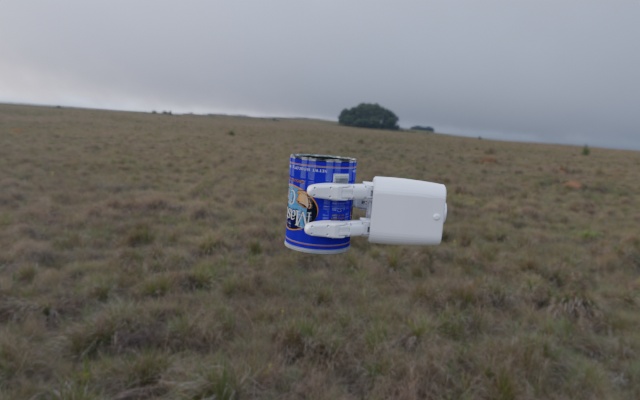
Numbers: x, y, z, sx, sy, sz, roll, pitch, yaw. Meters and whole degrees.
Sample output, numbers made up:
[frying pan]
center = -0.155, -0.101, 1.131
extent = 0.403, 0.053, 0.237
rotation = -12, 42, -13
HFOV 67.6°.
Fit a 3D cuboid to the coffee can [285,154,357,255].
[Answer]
[coffee can]
center = 0.000, 0.003, 0.736
extent = 0.103, 0.140, 0.103
rotation = 4, 9, -1
